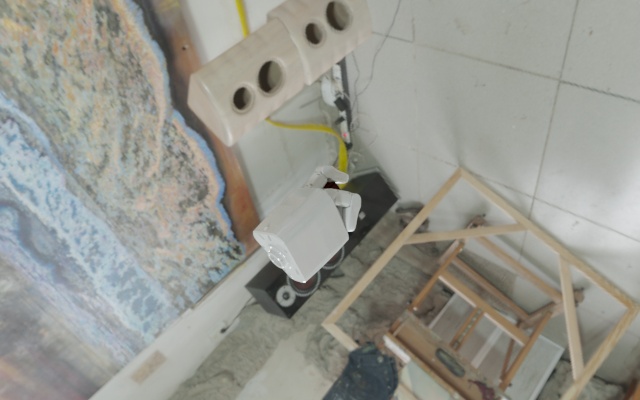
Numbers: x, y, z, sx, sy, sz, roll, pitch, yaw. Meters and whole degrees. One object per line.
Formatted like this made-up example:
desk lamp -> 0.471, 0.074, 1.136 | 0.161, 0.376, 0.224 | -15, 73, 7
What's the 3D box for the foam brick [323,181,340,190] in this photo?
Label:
foam brick -> 0.000, 0.003, 0.820 | 0.051, 0.053, 0.078 | -45, 23, -25
